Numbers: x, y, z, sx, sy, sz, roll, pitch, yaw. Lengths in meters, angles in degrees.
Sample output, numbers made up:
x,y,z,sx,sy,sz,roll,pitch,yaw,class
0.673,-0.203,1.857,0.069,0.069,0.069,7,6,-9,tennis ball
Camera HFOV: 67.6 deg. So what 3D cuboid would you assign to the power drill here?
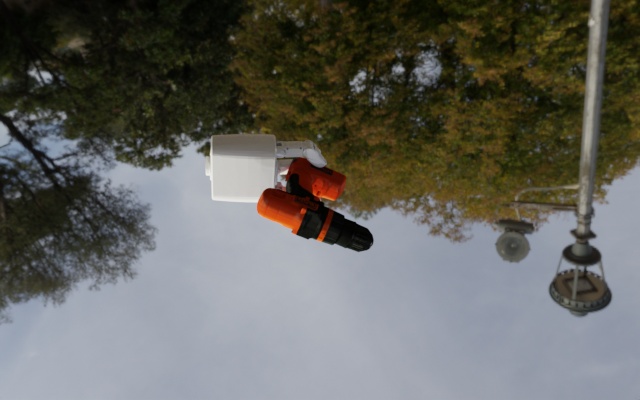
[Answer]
x,y,z,sx,sy,sz,roll,pitch,yaw,class
0.000,0.002,0.779,0.184,0.057,0.187,23,24,-5,power drill
